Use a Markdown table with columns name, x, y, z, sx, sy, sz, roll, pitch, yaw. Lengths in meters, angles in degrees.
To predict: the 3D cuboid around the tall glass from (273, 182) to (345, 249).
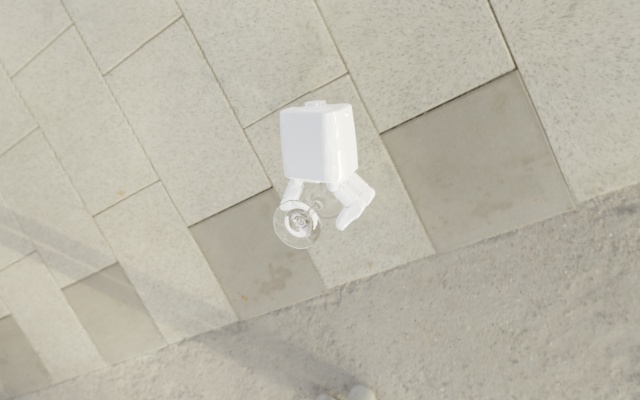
| name | x | y | z | sx | sy | sz | roll | pitch | yaw |
| --- | --- | --- | --- | --- | --- | --- | --- | --- | --- |
| tall glass | 0.000 | 0.003 | 0.762 | 0.079 | 0.079 | 0.201 | 0 | 18 | 21 |
